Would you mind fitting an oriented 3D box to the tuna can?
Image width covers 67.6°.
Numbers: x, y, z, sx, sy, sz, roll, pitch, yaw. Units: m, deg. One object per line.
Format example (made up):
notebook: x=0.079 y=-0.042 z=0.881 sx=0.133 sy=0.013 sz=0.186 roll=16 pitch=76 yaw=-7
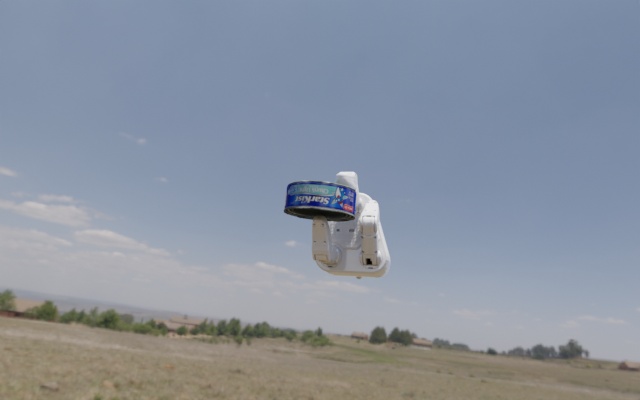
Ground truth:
tuna can: x=0.000 y=0.001 z=0.572 sx=0.086 sy=0.033 sz=0.086 roll=6 pitch=-11 yaw=1
